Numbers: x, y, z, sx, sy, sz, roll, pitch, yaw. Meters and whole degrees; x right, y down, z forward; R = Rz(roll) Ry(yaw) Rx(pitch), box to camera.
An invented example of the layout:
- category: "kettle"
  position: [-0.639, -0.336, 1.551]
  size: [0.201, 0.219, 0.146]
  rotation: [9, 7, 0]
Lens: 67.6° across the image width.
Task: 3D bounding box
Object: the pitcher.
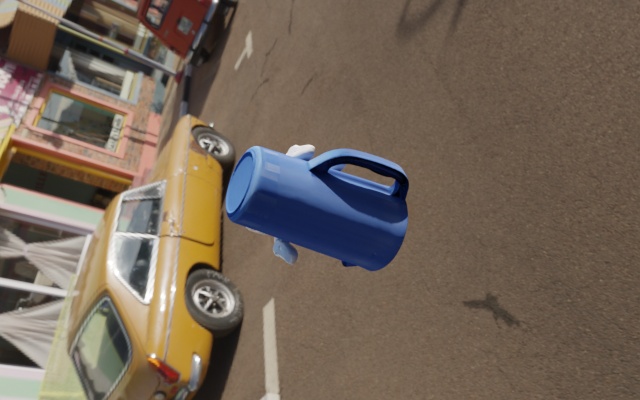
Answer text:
- category: "pitcher"
  position: [0.000, 0.002, 0.681]
  size: [0.243, 0.149, 0.145]
  rotation: [19, -14, -26]
